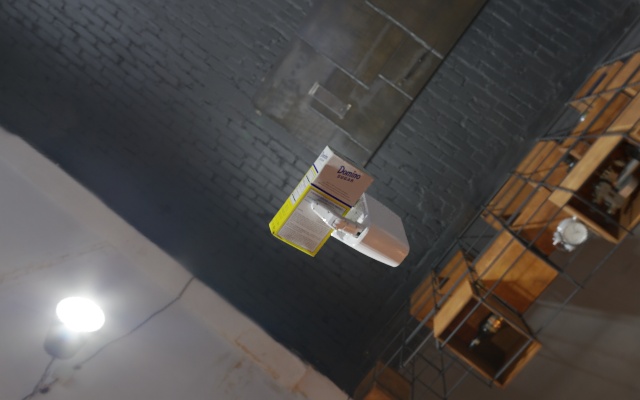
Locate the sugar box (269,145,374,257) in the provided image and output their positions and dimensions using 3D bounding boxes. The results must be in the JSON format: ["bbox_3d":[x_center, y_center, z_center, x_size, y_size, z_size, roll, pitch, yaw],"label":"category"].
[{"bbox_3d":[0.000,0.003,0.813,0.093,0.176,0.048,31,14,-27],"label":"sugar box"}]
